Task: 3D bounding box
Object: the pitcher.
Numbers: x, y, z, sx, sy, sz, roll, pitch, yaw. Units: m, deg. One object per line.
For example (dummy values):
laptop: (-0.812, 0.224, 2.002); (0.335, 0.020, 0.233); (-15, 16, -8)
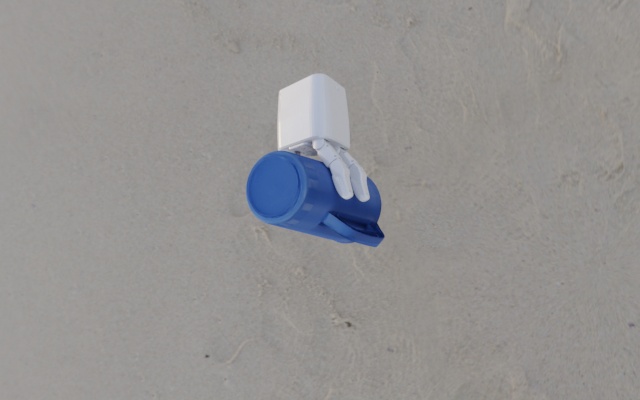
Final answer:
pitcher: (0.000, 0.002, 0.771); (0.149, 0.145, 0.243); (-7, -11, 29)
